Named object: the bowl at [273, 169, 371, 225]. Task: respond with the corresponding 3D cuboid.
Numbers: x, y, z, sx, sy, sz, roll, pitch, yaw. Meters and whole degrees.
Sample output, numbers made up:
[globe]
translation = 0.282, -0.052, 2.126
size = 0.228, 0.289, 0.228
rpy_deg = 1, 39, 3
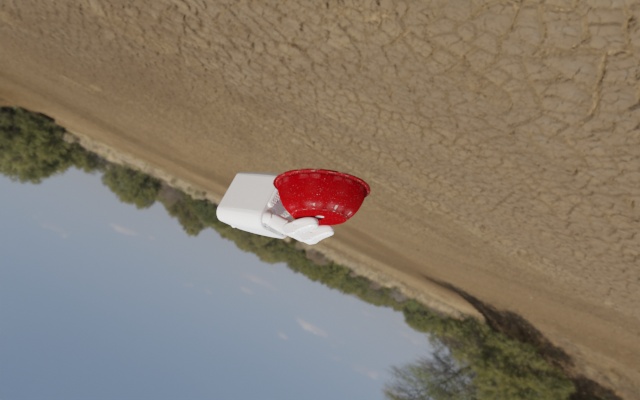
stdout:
[bowl]
translation = 0.001, 0.003, 0.781
size = 0.162, 0.055, 0.162
rpy_deg = 4, -19, 1
